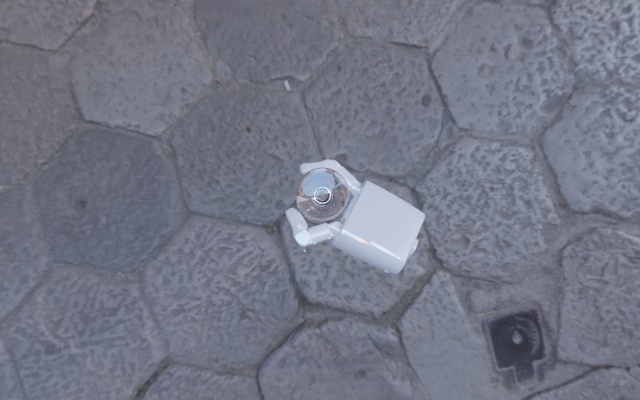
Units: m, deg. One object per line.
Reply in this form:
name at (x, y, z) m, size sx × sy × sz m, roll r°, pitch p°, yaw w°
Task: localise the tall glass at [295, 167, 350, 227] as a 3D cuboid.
tall glass at (0.000, 0.002, 0.745) m, size 0.079 × 0.079 × 0.201 m, roll 0°, pitch -6°, yaw -2°
